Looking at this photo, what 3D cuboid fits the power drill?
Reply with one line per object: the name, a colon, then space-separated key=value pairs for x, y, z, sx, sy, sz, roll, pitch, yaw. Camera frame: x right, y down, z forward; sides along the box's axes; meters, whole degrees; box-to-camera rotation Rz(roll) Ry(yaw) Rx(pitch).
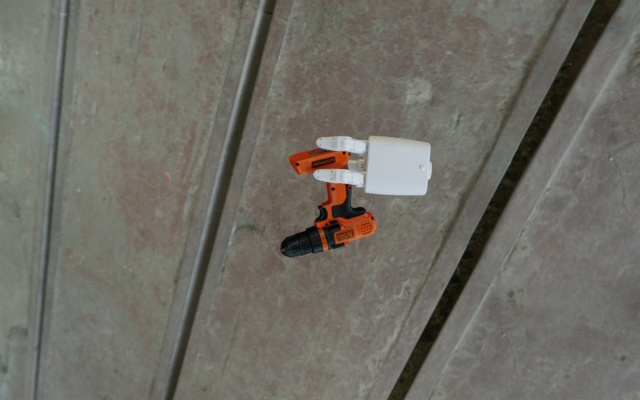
power drill: x=0.000 y=0.002 z=0.860 sx=0.184 sy=0.188 sz=0.057 roll=-17 pitch=22 yaw=-11
